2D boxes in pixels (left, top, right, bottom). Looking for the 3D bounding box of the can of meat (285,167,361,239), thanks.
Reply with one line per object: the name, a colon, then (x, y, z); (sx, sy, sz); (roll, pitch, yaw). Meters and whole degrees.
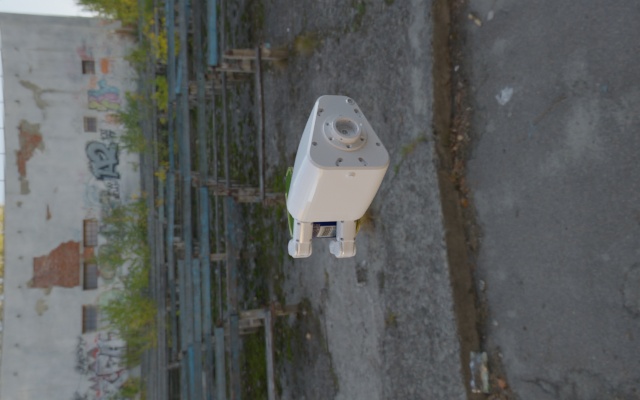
can of meat: (0.000, 0.002, 0.642); (0.084, 0.102, 0.057); (-1, -30, -16)
